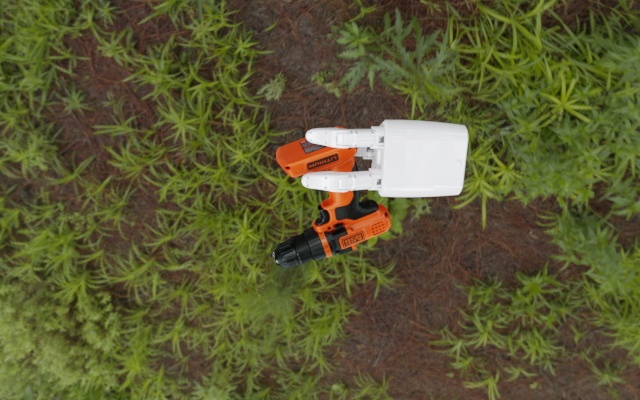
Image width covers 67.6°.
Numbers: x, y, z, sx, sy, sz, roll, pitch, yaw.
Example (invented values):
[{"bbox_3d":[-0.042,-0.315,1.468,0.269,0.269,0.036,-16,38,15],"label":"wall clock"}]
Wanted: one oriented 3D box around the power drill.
[{"bbox_3d":[0.000,0.002,0.673,0.184,0.188,0.057,-22,38,-6],"label":"power drill"}]
